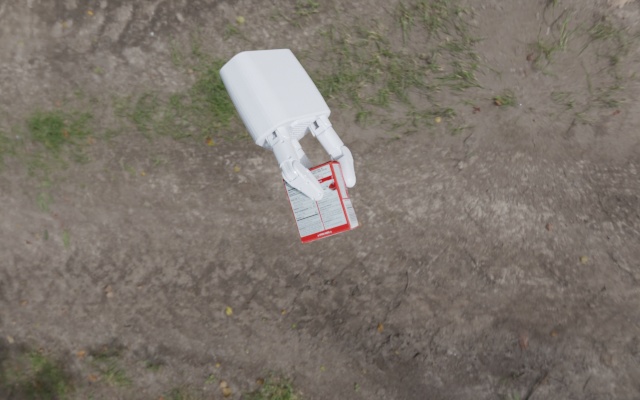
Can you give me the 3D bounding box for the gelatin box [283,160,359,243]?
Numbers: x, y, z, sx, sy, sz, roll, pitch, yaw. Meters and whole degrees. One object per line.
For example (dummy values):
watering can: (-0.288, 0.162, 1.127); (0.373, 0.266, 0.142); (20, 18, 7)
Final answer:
gelatin box: (0.000, 0.002, 0.607); (0.073, 0.089, 0.030); (-19, -5, 27)
